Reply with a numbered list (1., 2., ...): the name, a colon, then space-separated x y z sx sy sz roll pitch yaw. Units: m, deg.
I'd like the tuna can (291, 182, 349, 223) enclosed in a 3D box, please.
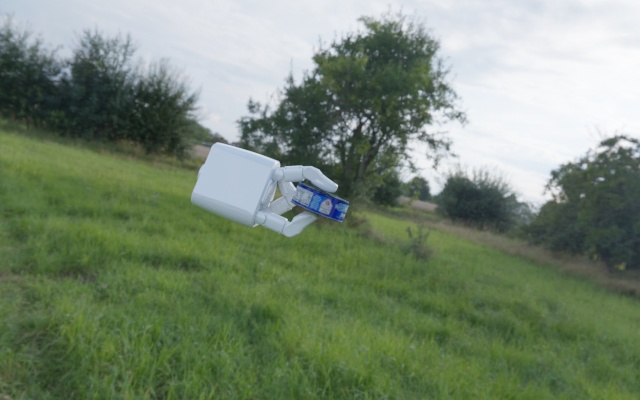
1. tuna can: 0.000 0.002 0.730 0.086 0.034 0.086 22 3 -1
